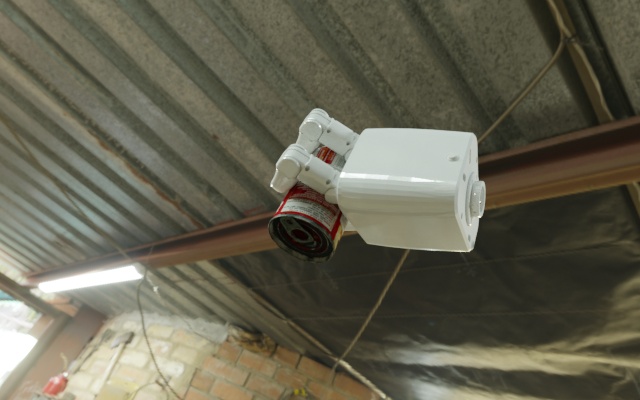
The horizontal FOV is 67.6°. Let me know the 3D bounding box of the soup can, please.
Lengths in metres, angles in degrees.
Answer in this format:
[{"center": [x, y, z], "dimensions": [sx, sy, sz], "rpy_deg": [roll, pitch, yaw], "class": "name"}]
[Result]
[{"center": [0.000, 0.001, 0.478], "dimensions": [0.068, 0.102, 0.069], "rpy_deg": [17, -38, 14], "class": "soup can"}]
